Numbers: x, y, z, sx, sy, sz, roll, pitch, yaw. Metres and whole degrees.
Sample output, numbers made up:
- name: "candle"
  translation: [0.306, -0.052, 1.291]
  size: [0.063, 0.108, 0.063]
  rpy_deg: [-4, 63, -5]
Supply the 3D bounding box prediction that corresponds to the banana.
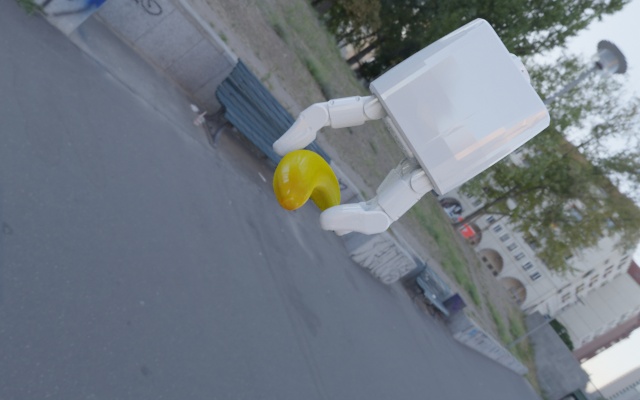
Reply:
- name: "banana"
  translation: [-0.007, -0.014, 0.442]
  size: [0.037, 0.069, 0.198]
  rpy_deg: [-28, -14, 9]
